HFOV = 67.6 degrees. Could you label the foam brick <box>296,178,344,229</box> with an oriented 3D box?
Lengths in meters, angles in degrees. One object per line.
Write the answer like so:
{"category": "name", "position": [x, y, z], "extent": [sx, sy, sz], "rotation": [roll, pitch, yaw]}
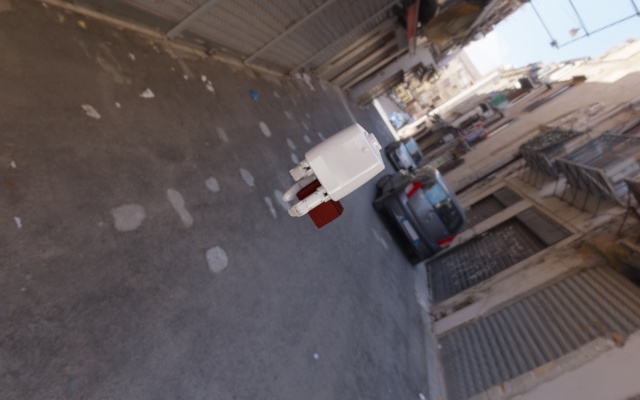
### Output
{"category": "foam brick", "position": [0.000, 0.003, 0.870], "extent": [0.051, 0.078, 0.053], "rotation": [-32, 6, 13]}
